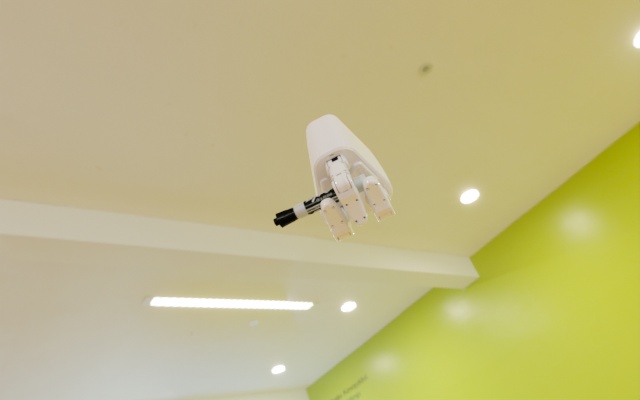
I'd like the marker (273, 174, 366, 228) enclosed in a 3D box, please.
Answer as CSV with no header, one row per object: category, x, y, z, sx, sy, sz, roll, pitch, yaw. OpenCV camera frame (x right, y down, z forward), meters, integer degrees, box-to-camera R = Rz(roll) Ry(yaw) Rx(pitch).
marker,0.000,0.002,0.564,0.121,0.020,0.020,-25,-3,6
